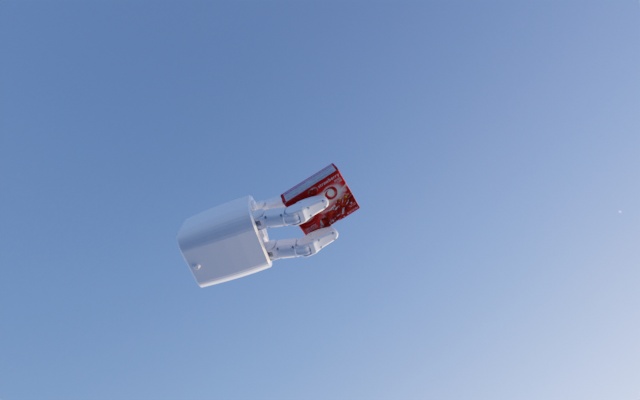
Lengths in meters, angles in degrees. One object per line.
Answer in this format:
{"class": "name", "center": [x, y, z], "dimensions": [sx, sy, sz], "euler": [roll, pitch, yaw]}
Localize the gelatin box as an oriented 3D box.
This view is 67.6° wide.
{"class": "gelatin box", "center": [0.000, 0.002, 0.671], "dimensions": [0.089, 0.073, 0.030], "euler": [-32, 31, 0]}
